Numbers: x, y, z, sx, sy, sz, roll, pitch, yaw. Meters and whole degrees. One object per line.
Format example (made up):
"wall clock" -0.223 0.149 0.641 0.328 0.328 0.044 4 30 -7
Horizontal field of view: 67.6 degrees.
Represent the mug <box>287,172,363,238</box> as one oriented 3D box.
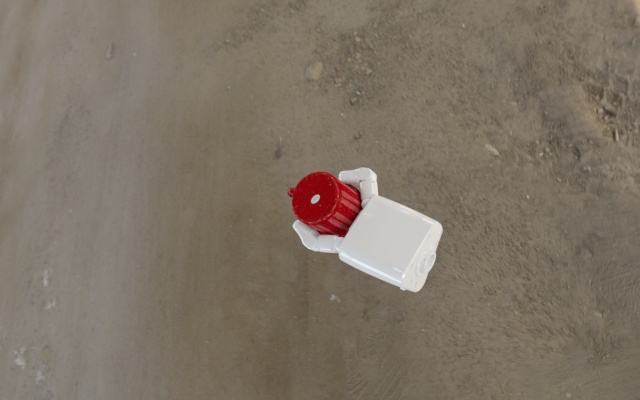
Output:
"mug" -0.001 0.002 0.725 0.117 0.093 0.081 21 -5 32
